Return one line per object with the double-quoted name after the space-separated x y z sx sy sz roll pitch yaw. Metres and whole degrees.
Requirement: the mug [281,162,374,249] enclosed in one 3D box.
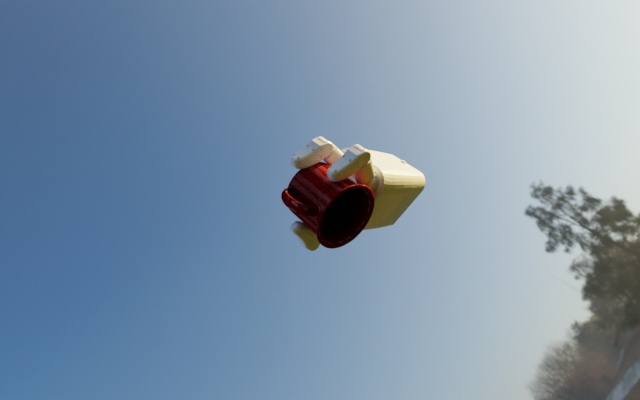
-0.001 0.002 0.610 0.117 0.093 0.081 -1 30 -43 "mug"
